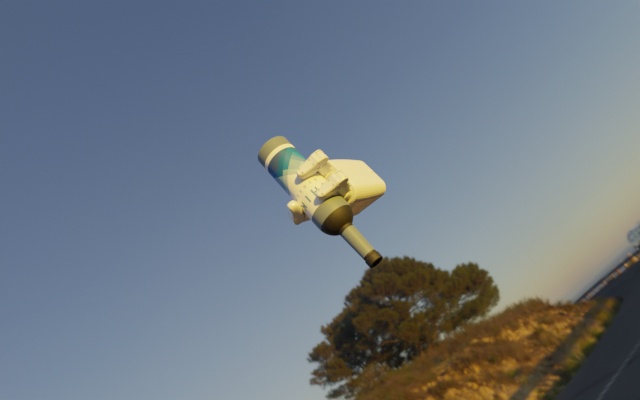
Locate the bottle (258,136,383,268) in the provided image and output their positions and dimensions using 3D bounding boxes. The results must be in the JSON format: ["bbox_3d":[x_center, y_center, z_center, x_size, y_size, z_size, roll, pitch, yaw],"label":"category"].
[{"bbox_3d":[0.000,0.003,0.830,0.295,0.069,0.069,47,25,26],"label":"bottle"}]
